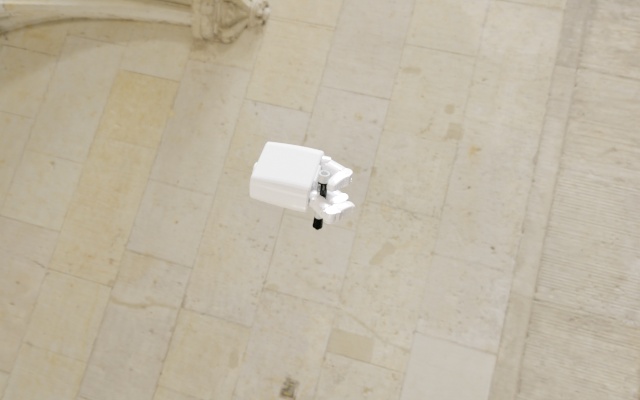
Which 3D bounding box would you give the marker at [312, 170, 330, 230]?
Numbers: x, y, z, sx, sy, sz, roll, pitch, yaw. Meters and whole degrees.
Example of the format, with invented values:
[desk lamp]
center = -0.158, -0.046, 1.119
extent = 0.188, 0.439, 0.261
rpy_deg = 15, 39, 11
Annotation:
[marker]
center = 0.000, 0.003, 0.827
extent = 0.020, 0.121, 0.020
rpy_deg = 5, 37, -4
